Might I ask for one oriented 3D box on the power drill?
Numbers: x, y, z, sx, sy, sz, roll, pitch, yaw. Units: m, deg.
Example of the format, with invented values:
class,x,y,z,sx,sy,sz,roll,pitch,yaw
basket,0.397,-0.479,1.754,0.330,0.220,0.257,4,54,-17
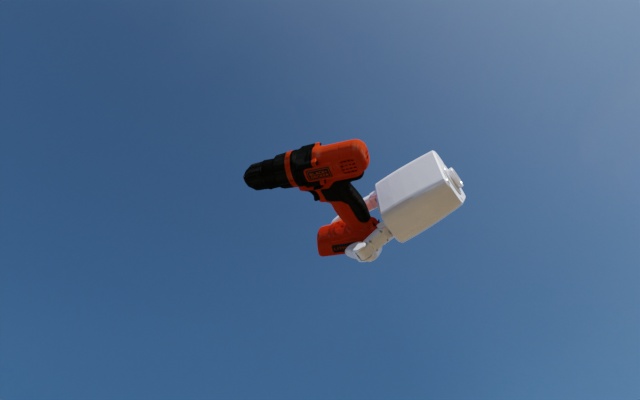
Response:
class,x,y,z,sx,sy,sz,roll,pitch,yaw
power drill,0.001,0.003,0.705,0.184,0.188,0.057,-10,42,20
